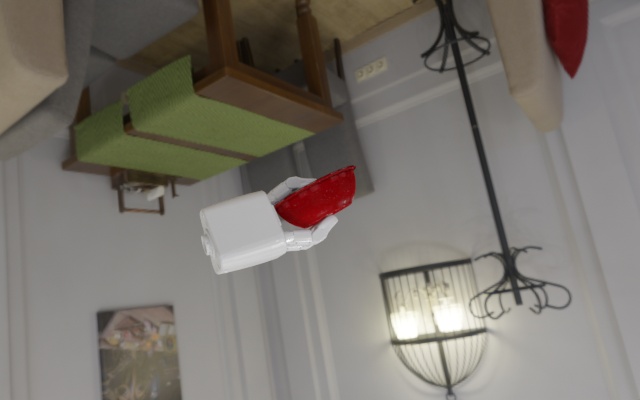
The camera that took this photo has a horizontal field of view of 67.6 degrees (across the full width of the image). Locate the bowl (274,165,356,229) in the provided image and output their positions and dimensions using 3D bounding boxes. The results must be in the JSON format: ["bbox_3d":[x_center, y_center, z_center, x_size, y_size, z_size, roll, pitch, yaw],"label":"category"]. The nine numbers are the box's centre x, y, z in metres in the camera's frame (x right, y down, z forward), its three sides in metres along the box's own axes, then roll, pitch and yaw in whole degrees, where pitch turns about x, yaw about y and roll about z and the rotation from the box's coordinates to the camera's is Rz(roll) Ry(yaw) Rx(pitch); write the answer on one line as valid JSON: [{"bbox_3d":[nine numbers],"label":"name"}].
[{"bbox_3d":[0.002,0.002,0.802,0.162,0.055,0.162,-28,-5,-2],"label":"bowl"}]
